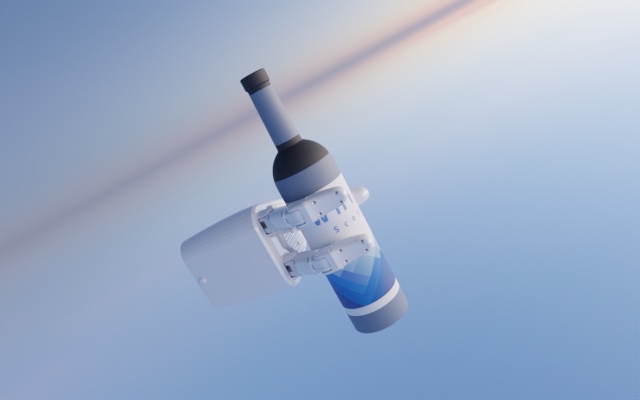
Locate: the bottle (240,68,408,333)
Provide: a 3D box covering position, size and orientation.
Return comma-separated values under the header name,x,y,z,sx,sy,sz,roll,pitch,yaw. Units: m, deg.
name,x,y,z,sx,sy,sz,roll,pitch,yaw
bottle,0.000,0.002,0.504,0.069,0.296,0.069,-27,13,7
